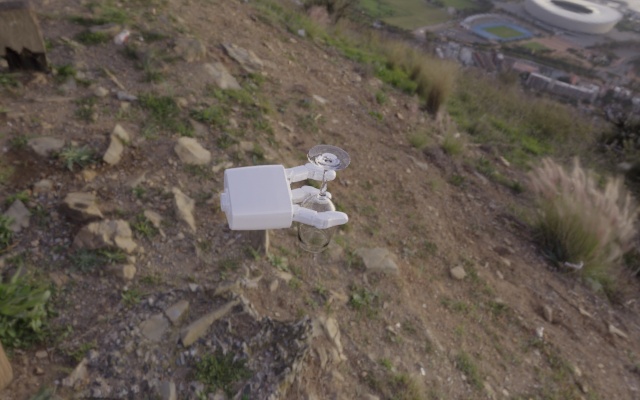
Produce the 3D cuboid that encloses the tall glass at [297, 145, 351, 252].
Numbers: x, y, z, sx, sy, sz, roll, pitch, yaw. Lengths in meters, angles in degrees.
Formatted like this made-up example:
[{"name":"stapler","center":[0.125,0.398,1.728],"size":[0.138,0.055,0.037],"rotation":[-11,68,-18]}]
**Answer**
[{"name":"tall glass","center":[0.000,0.002,0.872],"size":[0.079,0.201,0.079],"rotation":[6,38,-5]}]
